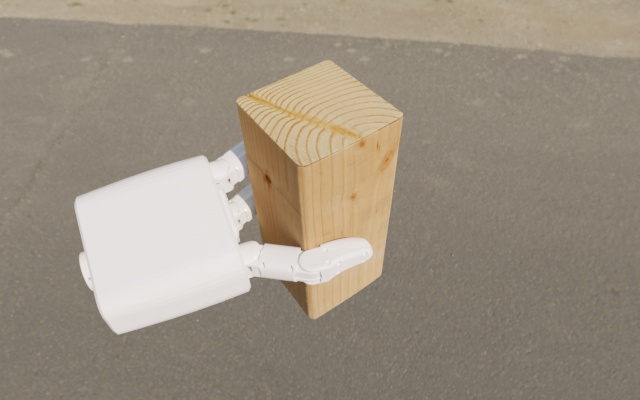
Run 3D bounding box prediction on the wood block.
[{"bbox_3d":[0.000,0.002,0.417,0.090,0.206,0.090,-29,54,-22],"label":"wood block"}]
